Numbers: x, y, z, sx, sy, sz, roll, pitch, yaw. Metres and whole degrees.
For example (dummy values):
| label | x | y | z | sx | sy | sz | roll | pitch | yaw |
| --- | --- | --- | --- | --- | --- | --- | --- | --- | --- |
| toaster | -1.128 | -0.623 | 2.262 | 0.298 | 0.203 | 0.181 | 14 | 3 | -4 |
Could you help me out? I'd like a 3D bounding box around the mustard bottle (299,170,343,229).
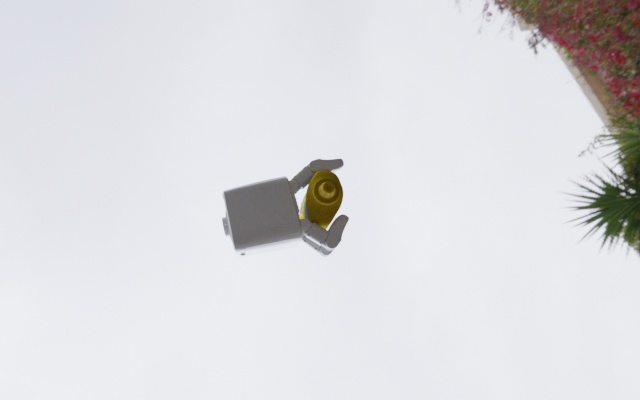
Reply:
| label | x | y | z | sx | sy | sz | roll | pitch | yaw |
| --- | --- | --- | --- | --- | --- | --- | --- | --- | --- |
| mustard bottle | 0.000 | 0.003 | 0.783 | 0.058 | 0.096 | 0.192 | 12 | -14 | -4 |
